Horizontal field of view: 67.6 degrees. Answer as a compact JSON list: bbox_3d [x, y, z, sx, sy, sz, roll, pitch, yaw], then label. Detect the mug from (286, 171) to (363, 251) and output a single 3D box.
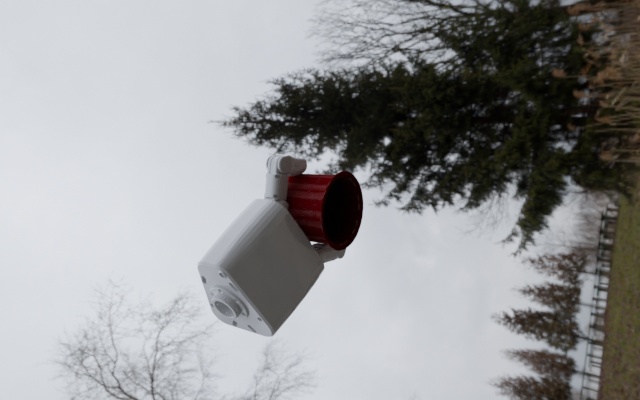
[{"bbox_3d":[0.001,0.001,0.586,0.081,0.093,0.117,5,40,34],"label":"mug"}]
